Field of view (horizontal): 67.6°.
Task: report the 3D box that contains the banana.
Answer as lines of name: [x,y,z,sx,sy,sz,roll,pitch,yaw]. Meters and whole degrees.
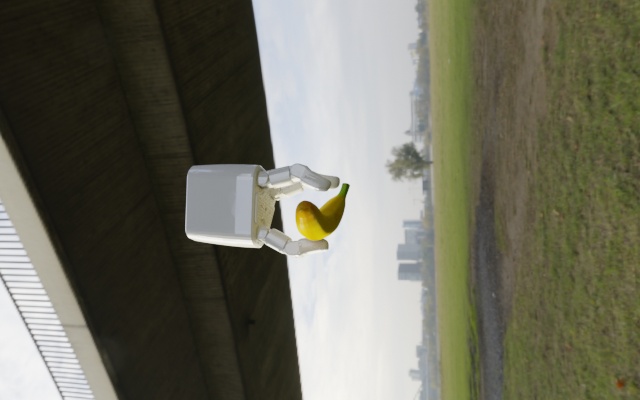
banana: [0.000,0.020,0.637,0.037,0.069,0.198,7,11,15]
